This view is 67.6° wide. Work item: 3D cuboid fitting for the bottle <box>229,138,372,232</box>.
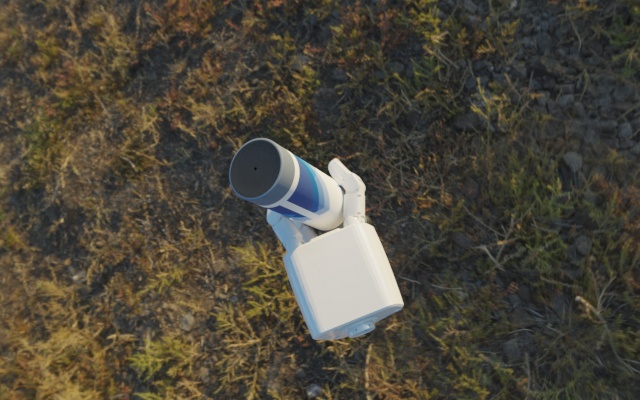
[{"bbox_3d":[0.000,0.002,0.611,0.069,0.069,0.296,0,-14,28],"label":"bottle"}]
